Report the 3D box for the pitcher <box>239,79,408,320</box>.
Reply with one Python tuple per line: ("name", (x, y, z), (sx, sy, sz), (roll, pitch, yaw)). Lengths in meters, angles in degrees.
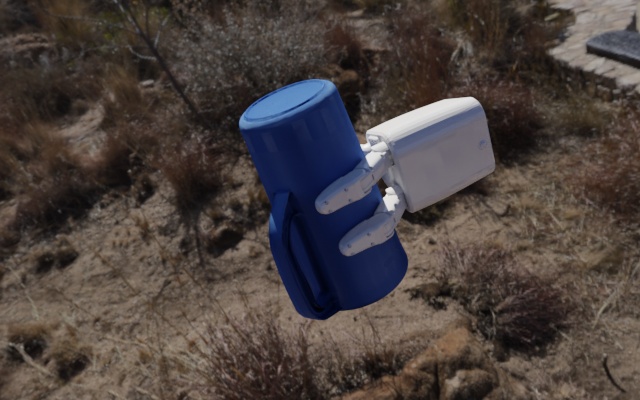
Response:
("pitcher", (0.000, 0.002, 0.532), (0.145, 0.243, 0.149), (-24, 27, -2))
